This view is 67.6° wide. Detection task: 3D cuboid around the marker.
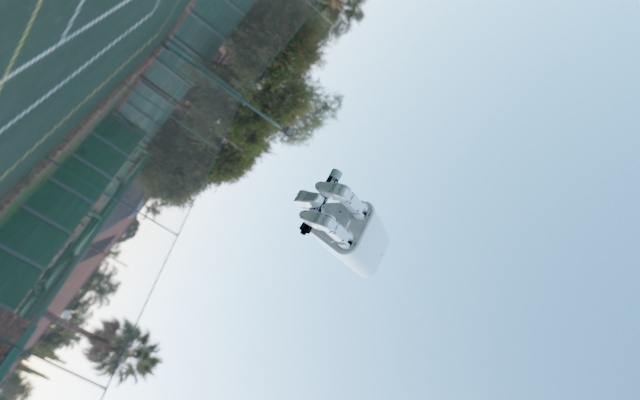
[{"bbox_3d":[0.000,0.002,0.763,0.020,0.121,0.020,26,-19,10],"label":"marker"}]
